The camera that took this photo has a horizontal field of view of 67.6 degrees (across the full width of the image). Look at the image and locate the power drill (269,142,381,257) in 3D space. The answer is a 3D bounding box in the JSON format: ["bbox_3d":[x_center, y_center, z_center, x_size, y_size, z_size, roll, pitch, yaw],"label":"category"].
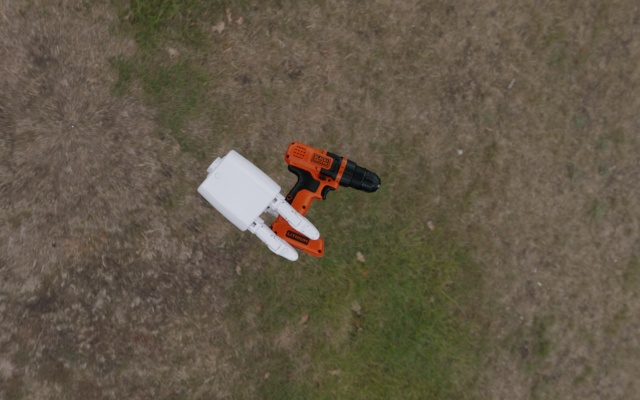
[{"bbox_3d":[0.000,0.003,0.866,0.184,0.187,0.057,21,-12,1],"label":"power drill"}]
